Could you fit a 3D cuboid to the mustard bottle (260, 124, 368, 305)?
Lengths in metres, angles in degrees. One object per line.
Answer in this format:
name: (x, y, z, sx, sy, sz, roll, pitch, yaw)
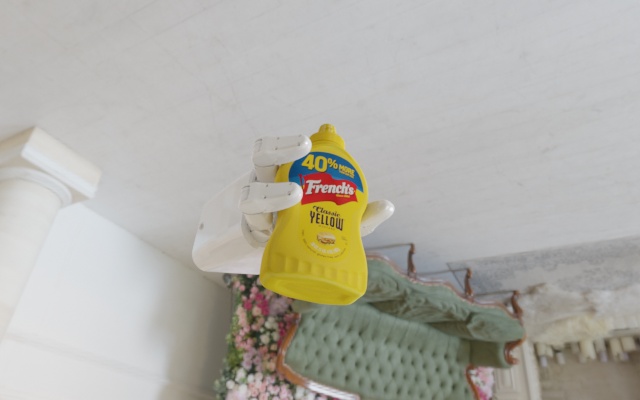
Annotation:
mustard bottle: (0.000, 0.002, 0.475, 0.096, 0.191, 0.058, 14, -34, -14)
